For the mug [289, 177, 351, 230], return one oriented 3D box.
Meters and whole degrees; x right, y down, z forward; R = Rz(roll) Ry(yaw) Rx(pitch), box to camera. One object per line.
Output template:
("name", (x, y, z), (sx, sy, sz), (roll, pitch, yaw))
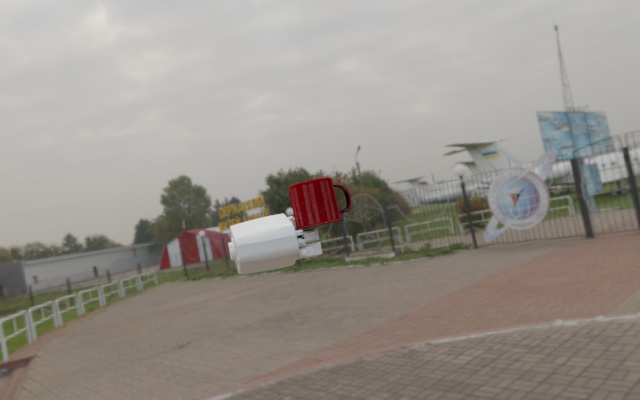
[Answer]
("mug", (0.001, 0.002, 0.873), (0.117, 0.081, 0.093), (-12, -2, -14))
